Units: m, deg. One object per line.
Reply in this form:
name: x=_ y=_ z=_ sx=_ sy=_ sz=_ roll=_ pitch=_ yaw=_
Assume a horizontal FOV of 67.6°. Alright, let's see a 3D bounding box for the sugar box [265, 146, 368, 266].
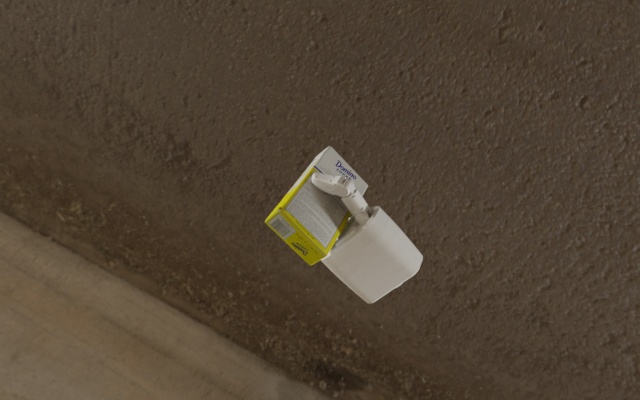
sugar box: x=0.000 y=0.003 z=0.707 sx=0.048 sy=0.093 sz=0.176 roll=-37 pitch=12 yaw=40
